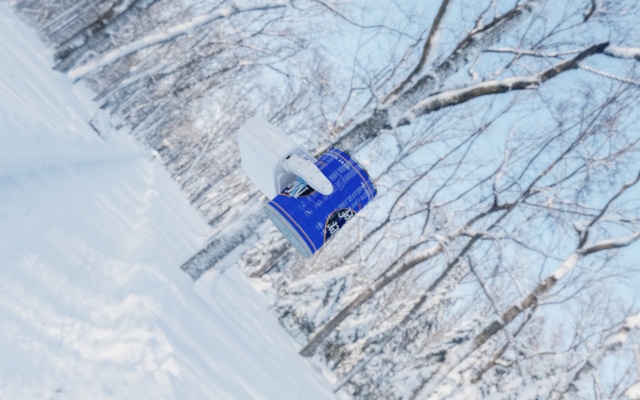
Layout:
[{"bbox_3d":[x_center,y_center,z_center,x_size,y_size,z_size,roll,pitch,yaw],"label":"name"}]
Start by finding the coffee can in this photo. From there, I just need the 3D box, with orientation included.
[{"bbox_3d":[0.000,0.003,0.713,0.140,0.103,0.103,-42,10,-12],"label":"coffee can"}]
